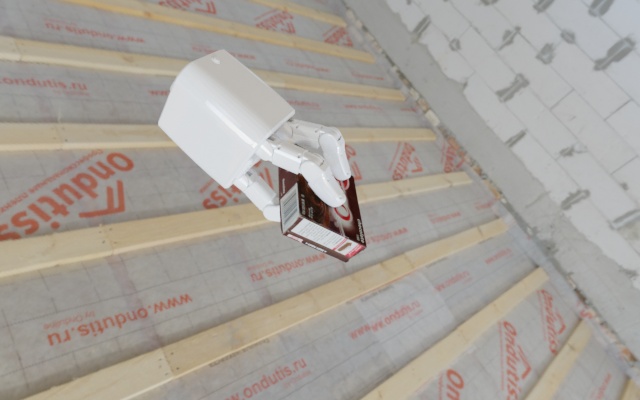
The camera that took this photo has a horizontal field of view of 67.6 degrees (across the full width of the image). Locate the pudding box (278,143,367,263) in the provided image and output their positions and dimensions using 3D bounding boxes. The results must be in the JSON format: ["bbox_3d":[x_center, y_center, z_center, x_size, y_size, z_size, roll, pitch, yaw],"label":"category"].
[{"bbox_3d":[0.000,0.002,0.521,0.090,0.113,0.039,26,-50,-30],"label":"pudding box"}]
